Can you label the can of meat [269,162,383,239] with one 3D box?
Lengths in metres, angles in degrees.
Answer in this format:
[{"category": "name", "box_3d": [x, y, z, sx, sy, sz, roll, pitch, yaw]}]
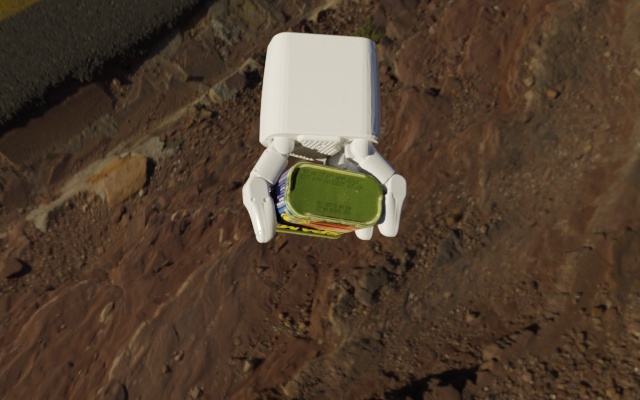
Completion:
[{"category": "can of meat", "box_3d": [0.000, 0.002, 0.472, 0.102, 0.057, 0.084, 9, -14, -21]}]
